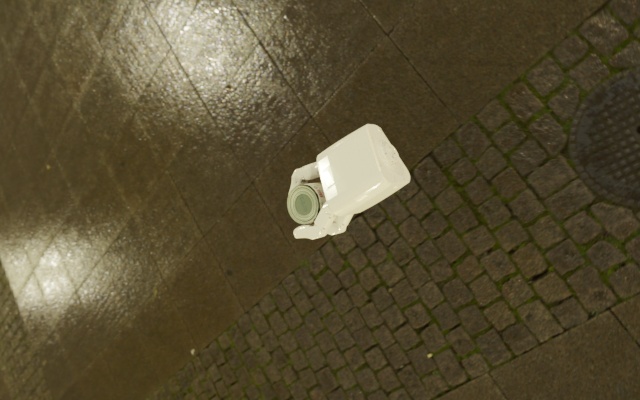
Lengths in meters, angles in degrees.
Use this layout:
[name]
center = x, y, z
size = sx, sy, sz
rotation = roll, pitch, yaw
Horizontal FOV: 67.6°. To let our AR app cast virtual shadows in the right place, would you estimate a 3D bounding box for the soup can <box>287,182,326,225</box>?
[soup can]
center = 0.000, 0.003, 0.815
size = 0.068, 0.068, 0.102
rotation = 0, 5, 36
